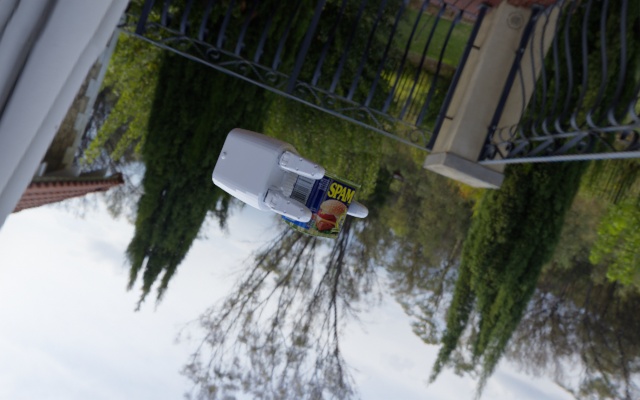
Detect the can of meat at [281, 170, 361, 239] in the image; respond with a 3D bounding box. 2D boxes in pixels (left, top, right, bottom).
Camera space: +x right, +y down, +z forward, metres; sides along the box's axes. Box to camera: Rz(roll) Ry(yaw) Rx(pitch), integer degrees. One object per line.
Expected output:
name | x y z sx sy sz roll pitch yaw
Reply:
can of meat | 0.000 0.002 0.644 0.057 0.084 0.102 24 3 30
